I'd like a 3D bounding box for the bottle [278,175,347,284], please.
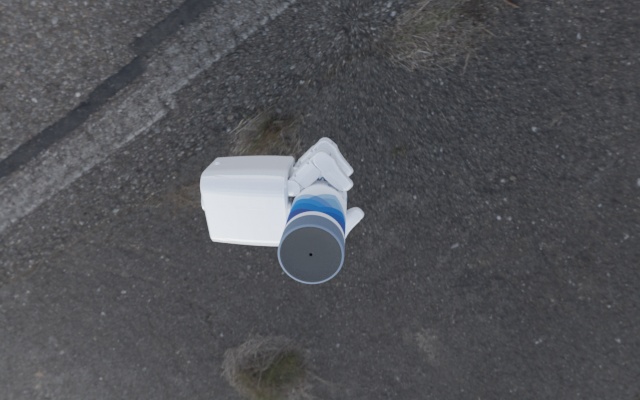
[{"bbox_3d":[0.000,0.002,0.609,0.069,0.069,0.295,0,21,4],"label":"bottle"}]
